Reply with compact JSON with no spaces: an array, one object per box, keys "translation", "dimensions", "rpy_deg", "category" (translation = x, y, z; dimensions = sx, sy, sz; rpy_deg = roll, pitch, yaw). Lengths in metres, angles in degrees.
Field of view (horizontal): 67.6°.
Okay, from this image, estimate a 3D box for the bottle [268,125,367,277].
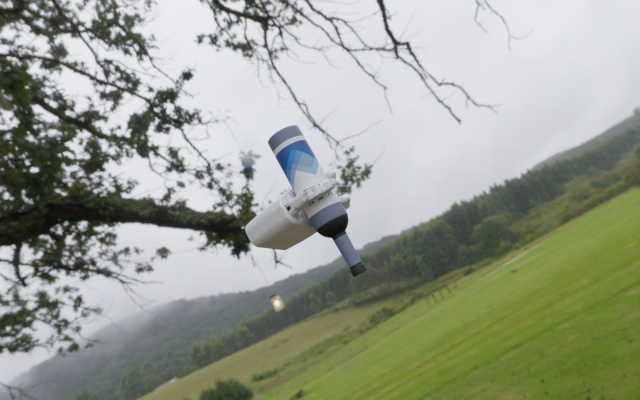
[{"translation":[0.000,0.003,0.871],"dimensions":[0.069,0.295,0.069],"rpy_deg":[-28,-11,-6],"category":"bottle"}]
